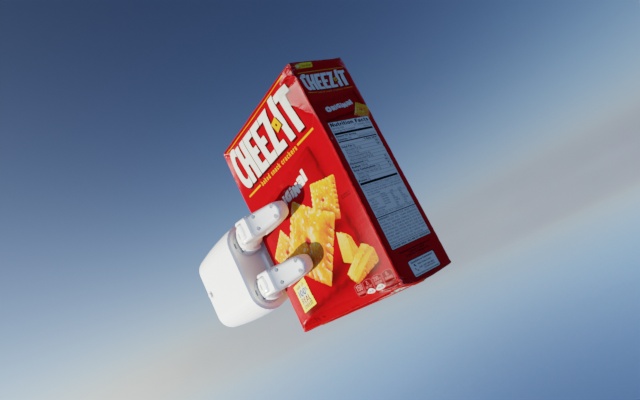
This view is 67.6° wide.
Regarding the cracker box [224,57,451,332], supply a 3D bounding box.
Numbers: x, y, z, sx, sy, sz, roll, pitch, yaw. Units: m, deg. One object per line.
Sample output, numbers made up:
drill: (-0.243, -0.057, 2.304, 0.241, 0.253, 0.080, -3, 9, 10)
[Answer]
cracker box: (0.000, 0.002, 0.461, 0.072, 0.213, 0.164, -18, -14, -39)
